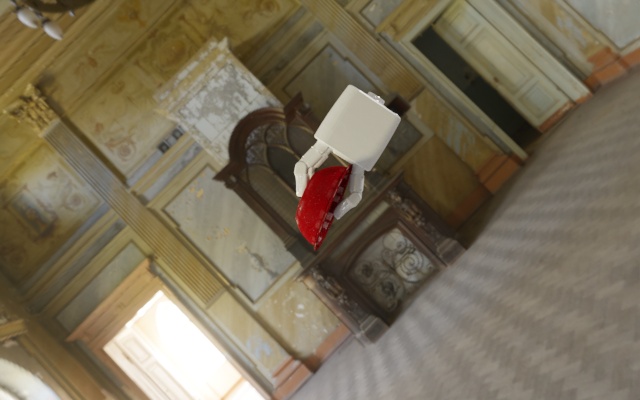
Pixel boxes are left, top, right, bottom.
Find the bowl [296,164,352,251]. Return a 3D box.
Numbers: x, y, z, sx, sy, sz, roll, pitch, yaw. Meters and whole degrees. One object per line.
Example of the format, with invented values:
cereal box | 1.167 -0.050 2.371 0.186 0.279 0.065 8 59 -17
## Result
bowl | -0.001 0.004 0.825 0.055 0.162 0.162 22 3 7
